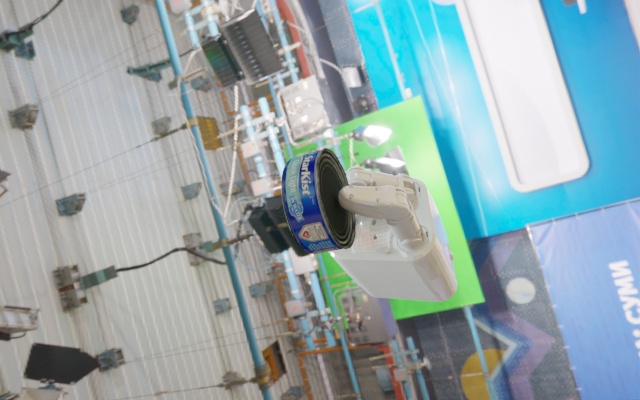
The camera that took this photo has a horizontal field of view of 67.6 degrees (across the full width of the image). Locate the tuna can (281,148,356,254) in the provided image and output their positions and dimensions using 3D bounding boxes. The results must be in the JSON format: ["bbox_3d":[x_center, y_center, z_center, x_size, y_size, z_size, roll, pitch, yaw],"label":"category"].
[{"bbox_3d":[0.000,0.001,0.403,0.034,0.086,0.086,-13,-4,20],"label":"tuna can"}]
